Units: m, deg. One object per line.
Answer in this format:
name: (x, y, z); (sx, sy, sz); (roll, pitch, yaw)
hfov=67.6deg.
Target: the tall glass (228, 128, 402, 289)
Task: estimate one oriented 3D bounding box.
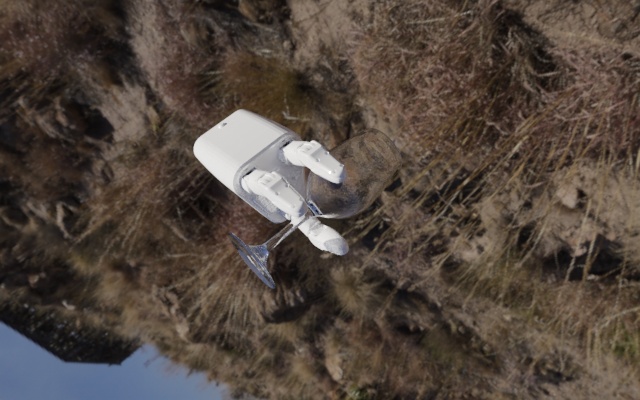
tall glass: (0.000, 0.002, 0.523); (0.201, 0.079, 0.079); (-40, 15, -18)
